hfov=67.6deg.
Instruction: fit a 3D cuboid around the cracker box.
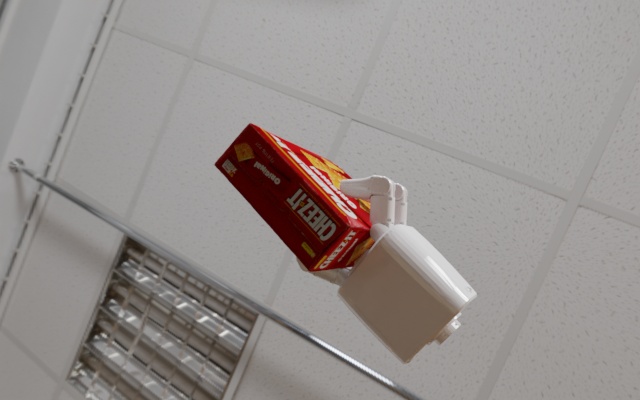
[{"bbox_3d":[0.000,0.002,0.576,0.164,0.072,0.214,45,12,21],"label":"cracker box"}]
